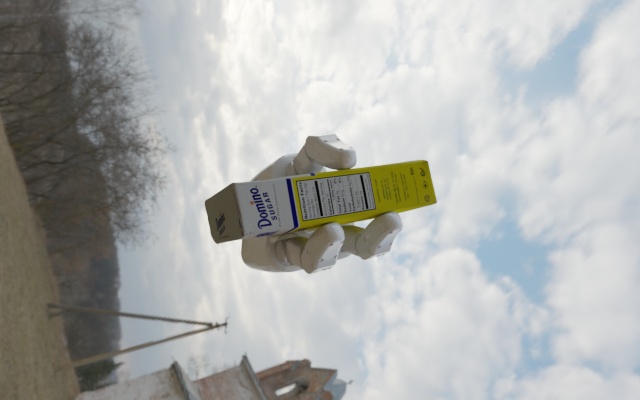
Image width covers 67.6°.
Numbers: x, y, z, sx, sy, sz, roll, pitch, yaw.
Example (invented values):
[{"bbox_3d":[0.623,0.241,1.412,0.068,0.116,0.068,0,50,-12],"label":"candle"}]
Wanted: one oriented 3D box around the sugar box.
[{"bbox_3d":[0.000,0.002,0.407,0.176,0.048,0.093,-11,-3,-26],"label":"sugar box"}]
